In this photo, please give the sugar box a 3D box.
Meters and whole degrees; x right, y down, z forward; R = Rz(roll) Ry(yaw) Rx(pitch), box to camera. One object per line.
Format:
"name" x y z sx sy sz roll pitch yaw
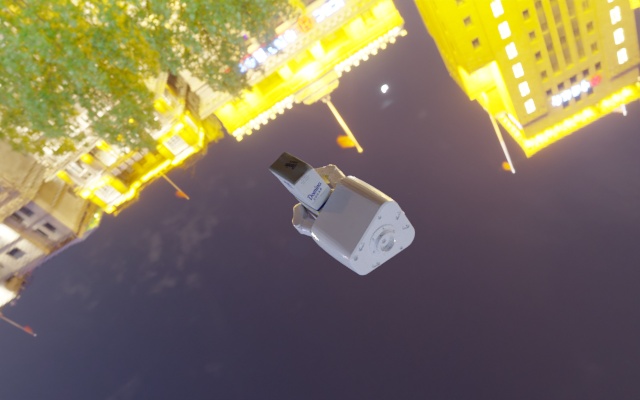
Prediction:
"sugar box" 0.001 0.002 0.770 0.176 0.048 0.093 51 -11 -36
